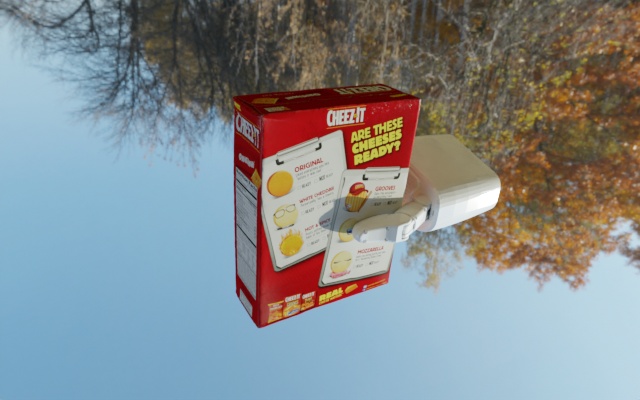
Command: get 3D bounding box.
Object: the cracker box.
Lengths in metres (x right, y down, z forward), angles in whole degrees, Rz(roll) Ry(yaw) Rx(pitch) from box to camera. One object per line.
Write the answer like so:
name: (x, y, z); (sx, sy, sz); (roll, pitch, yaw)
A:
cracker box: (0.000, 0.002, 0.470); (0.164, 0.214, 0.072); (-12, 31, -30)
